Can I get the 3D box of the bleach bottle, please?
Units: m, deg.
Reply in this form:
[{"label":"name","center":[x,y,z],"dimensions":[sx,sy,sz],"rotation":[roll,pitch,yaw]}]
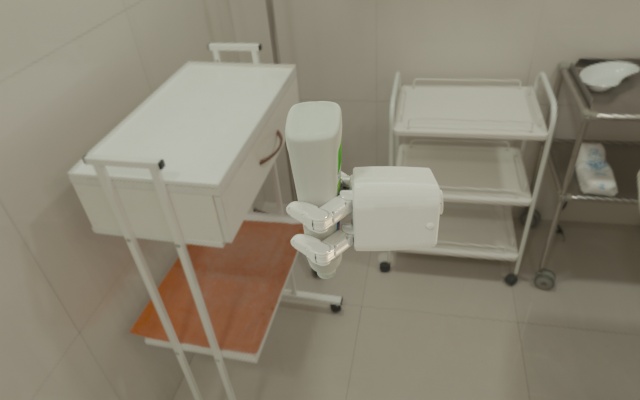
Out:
[{"label":"bleach bottle","center":[0.000,0.002,0.644],"dimensions":[0.068,0.251,0.102],"rotation":[-1,37,5]}]
